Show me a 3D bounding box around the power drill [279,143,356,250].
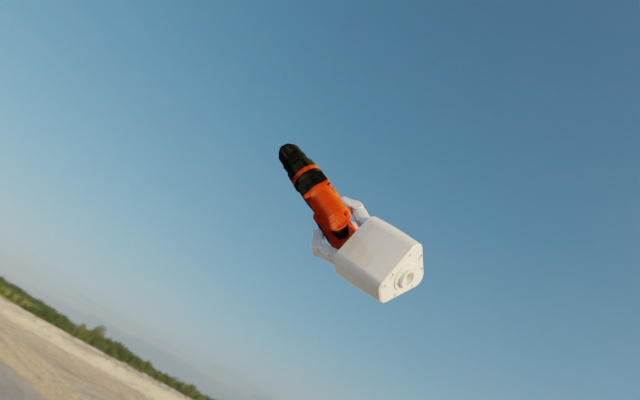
[{"bbox_3d":[0.000,0.003,0.837,0.057,0.184,0.188,-34,-29,-1],"label":"power drill"}]
